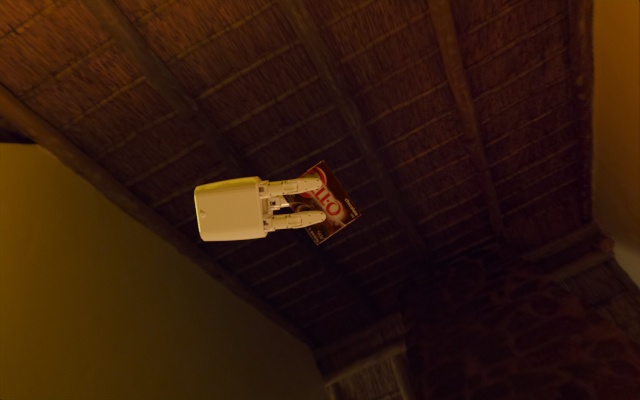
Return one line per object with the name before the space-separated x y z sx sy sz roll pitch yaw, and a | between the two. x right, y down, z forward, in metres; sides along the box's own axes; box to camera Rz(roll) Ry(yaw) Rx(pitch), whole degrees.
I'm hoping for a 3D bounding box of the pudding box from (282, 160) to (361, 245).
pudding box | 0.000 0.003 0.803 0.090 0.113 0.039 -35 4 4
